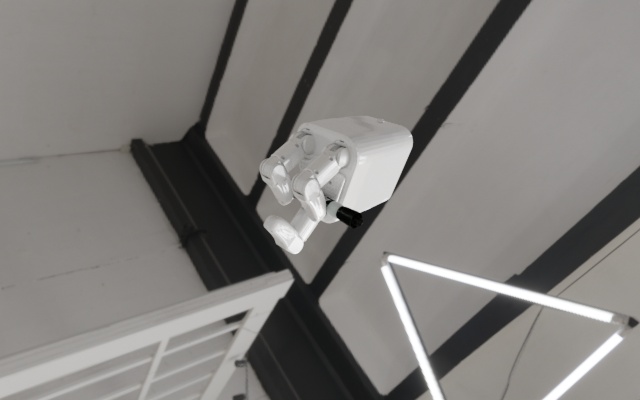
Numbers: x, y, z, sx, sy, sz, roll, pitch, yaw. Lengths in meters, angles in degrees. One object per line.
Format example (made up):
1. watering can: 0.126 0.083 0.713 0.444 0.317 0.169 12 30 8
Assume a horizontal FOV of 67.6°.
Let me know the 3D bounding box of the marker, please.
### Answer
1. marker: 0.000 0.002 0.529 0.020 0.020 0.121 0 20 -46
